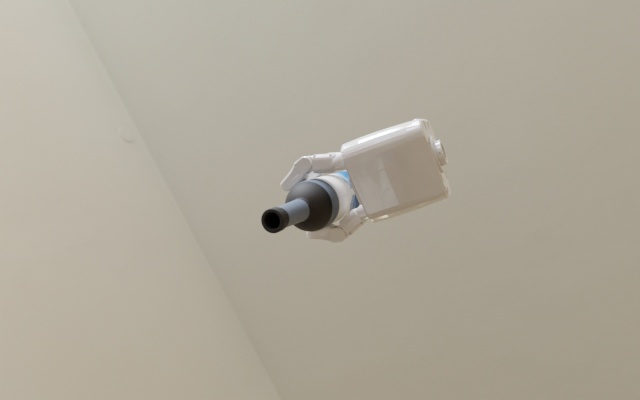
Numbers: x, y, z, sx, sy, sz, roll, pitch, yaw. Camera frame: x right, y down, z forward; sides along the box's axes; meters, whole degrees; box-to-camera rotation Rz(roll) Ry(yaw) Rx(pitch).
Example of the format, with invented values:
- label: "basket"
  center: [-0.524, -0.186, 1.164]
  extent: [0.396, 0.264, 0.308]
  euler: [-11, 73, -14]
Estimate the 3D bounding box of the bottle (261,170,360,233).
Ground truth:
- label: "bottle"
  center: [0.000, 0.002, 0.648]
  extent: [0.069, 0.069, 0.295]
  euler: [0, 8, 21]
